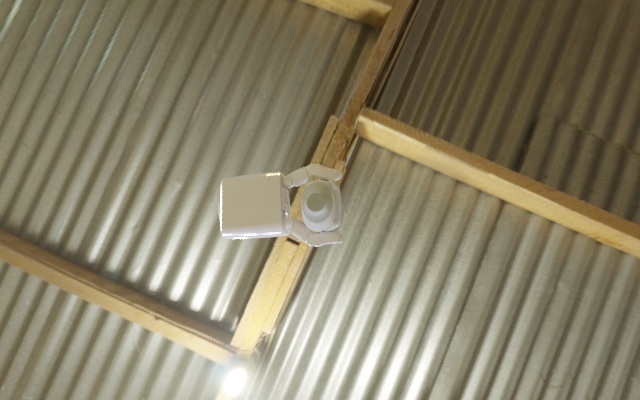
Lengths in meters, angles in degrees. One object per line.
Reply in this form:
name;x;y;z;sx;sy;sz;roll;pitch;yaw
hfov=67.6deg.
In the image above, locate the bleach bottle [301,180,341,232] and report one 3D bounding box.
bleach bottle;0.000;0.003;0.826;0.068;0.102;0.251;-4;-4;3
